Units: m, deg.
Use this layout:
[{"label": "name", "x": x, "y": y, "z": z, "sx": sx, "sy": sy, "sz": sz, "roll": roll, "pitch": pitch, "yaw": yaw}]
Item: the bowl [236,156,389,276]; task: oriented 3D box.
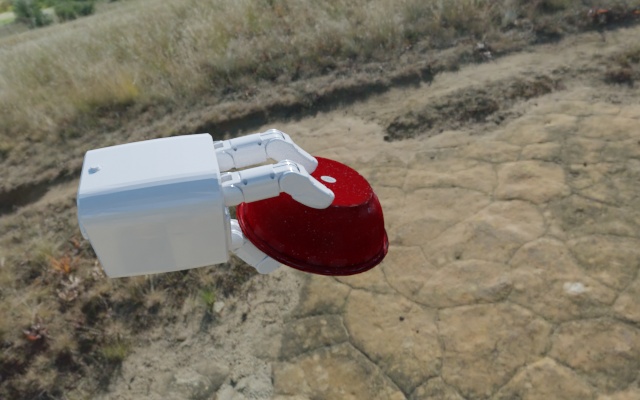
[{"label": "bowl", "x": 0.001, "y": 0.001, "z": 0.479, "sx": 0.162, "sy": 0.055, "sz": 0.162, "roll": 13, "pitch": 31, "yaw": -8}]
